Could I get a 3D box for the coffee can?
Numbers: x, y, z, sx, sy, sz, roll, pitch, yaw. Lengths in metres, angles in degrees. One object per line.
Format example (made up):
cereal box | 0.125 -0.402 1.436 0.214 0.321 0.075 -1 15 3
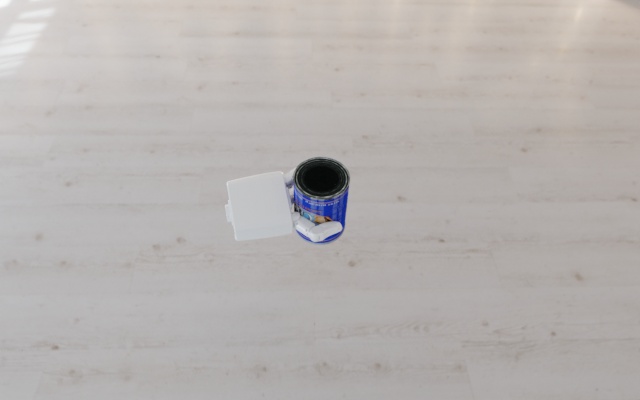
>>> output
coffee can | 0.000 0.003 0.897 0.103 0.102 0.140 0 -39 -2
